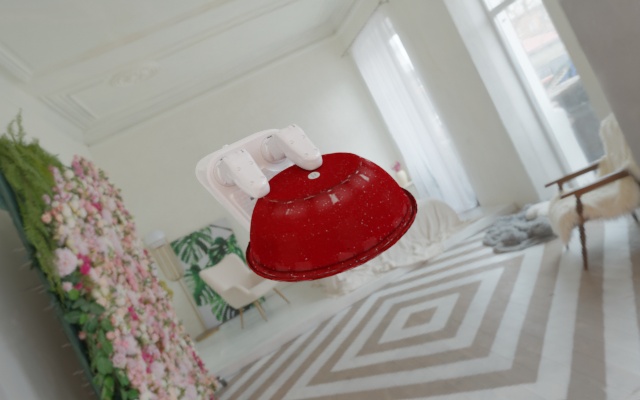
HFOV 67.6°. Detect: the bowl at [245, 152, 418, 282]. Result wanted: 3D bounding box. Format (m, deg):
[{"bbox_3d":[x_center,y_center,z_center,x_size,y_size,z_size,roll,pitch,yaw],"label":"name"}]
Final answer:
[{"bbox_3d":[0.001,0.001,0.422,0.162,0.055,0.162,-16,24,8],"label":"bowl"}]
